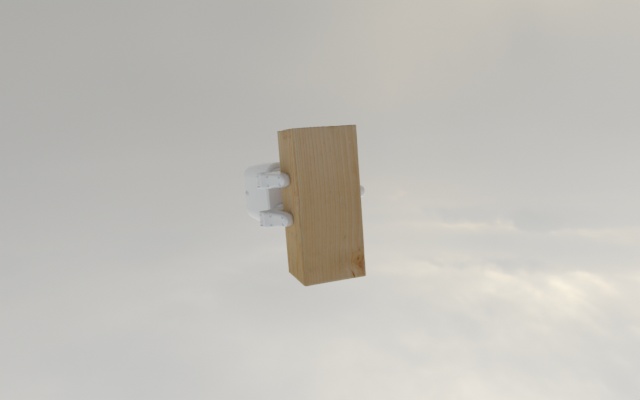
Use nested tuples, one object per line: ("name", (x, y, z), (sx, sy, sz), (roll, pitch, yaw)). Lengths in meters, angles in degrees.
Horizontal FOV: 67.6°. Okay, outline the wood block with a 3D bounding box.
("wood block", (0.000, 0.002, 0.667), (0.091, 0.206, 0.090), (-7, 7, -18))
